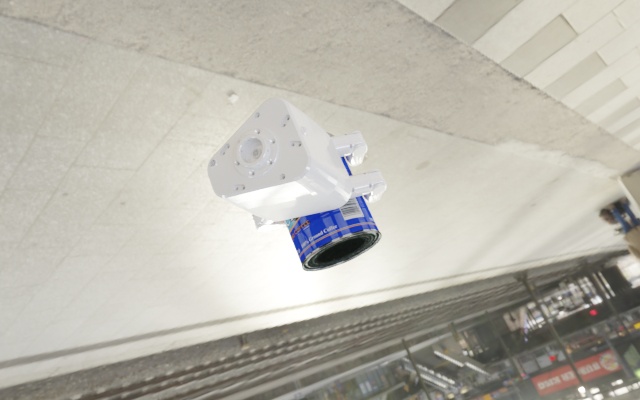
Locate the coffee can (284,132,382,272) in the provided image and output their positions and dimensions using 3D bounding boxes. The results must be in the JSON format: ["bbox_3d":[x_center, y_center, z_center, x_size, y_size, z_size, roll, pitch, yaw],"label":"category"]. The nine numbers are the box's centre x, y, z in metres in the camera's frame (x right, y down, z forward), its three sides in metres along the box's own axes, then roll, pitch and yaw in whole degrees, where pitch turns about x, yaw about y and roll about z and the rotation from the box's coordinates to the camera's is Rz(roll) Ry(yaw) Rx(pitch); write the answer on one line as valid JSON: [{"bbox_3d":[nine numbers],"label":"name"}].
[{"bbox_3d":[0.000,0.002,0.586,0.103,0.140,0.103,-20,-22,-8],"label":"coffee can"}]
